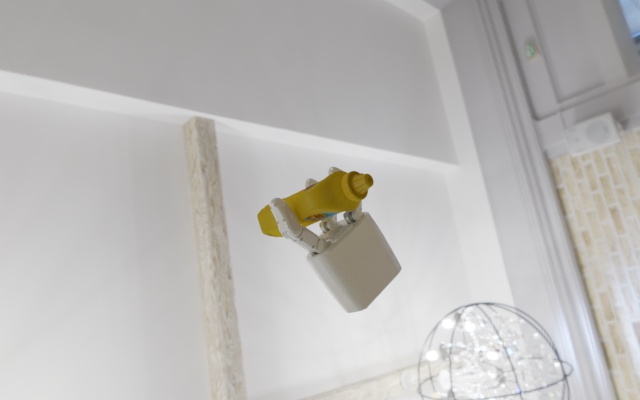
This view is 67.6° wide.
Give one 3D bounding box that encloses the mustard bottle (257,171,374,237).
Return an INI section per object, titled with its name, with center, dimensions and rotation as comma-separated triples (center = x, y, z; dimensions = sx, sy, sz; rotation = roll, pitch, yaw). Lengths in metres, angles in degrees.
[mustard bottle]
center = 0.000, 0.002, 0.684
dimensions = 0.096, 0.058, 0.192
rotation = -11, -9, -46
